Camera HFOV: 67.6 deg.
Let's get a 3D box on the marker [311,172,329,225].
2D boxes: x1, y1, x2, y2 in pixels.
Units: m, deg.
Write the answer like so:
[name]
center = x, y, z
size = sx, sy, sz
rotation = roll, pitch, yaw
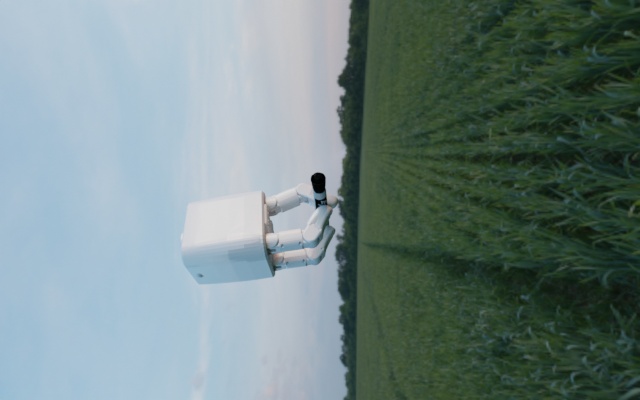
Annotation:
[marker]
center = 0.000, 0.002, 0.626
size = 0.020, 0.020, 0.121
rotation = 0, -31, 4
